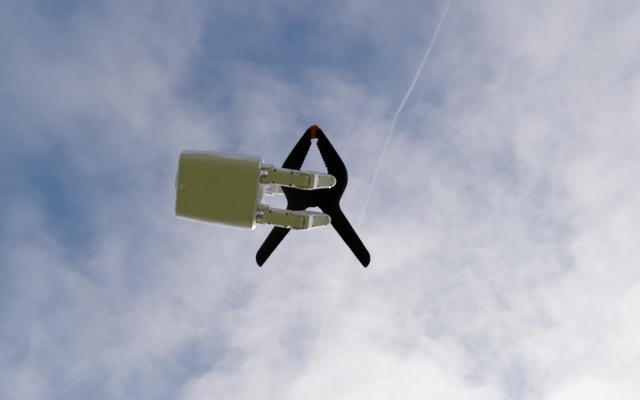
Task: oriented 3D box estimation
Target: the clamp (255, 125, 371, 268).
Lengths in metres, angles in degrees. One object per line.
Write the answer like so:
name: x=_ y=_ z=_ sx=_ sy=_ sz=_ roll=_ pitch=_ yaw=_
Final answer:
clamp: x=0.000 y=0.001 z=0.670 sx=0.164 sy=0.210 sz=0.036 roll=7 pitch=11 yaw=-3
